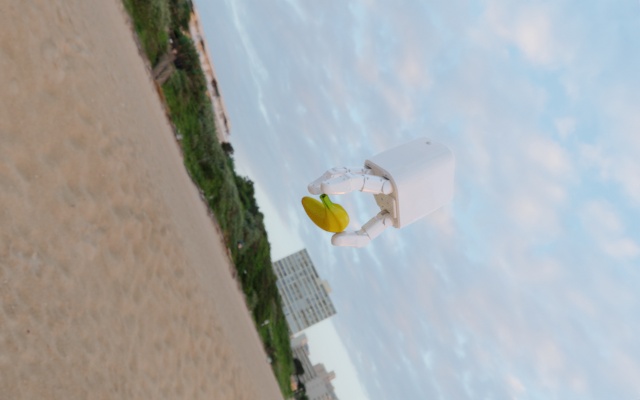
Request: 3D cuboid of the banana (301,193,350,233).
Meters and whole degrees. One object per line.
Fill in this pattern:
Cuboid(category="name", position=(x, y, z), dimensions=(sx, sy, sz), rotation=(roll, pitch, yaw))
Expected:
Cuboid(category="banana", position=(0.009, 0.019, 0.751), dimensions=(0.037, 0.069, 0.198), rotation=(-27, 4, -12))
